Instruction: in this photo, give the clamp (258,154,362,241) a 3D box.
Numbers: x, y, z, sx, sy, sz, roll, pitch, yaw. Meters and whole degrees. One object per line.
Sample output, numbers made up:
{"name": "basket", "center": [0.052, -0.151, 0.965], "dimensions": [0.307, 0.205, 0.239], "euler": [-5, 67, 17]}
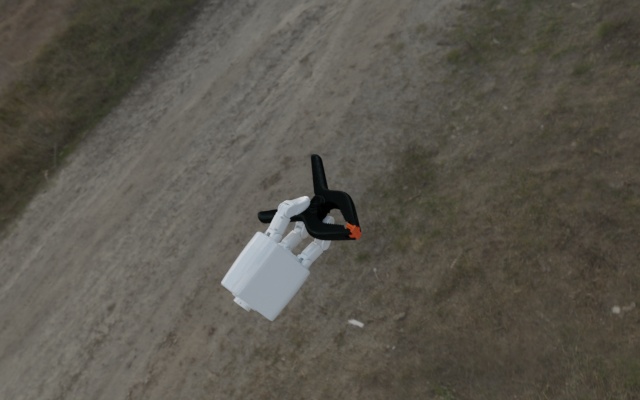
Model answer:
{"name": "clamp", "center": [0.000, 0.003, 0.835], "dimensions": [0.210, 0.164, 0.036], "euler": [24, -17, 42]}
